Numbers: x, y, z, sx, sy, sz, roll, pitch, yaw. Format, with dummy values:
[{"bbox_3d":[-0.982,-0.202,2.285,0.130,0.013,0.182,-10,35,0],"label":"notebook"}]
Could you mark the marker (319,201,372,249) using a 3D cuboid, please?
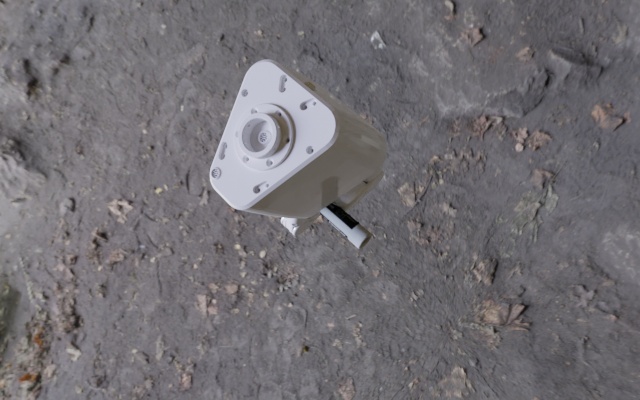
[{"bbox_3d":[0.000,0.002,0.469,0.121,0.020,0.020,41,17,20],"label":"marker"}]
